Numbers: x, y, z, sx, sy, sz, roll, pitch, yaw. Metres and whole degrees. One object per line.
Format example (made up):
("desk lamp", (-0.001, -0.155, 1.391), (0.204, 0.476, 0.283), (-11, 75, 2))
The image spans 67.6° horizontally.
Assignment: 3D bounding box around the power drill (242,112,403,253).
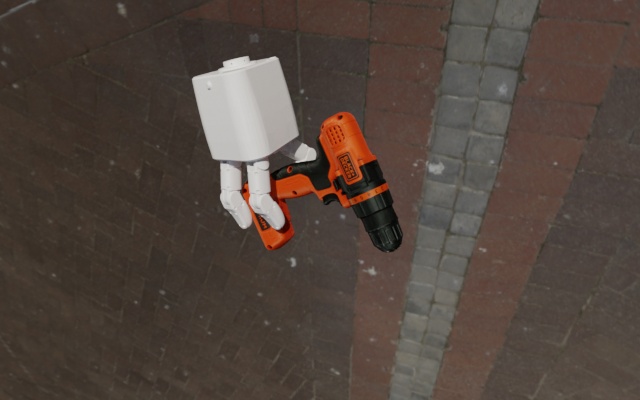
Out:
("power drill", (0.000, 0.002, 0.627), (0.188, 0.184, 0.057), (-23, -1, 27))
